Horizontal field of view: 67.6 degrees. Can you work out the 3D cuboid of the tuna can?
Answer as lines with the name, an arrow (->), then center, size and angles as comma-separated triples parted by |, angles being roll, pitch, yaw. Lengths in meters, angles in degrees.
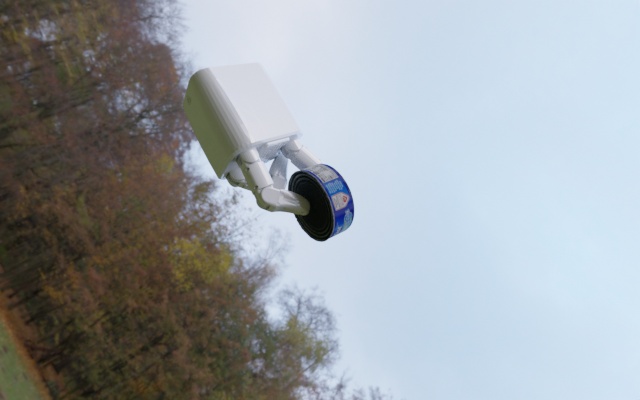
tuna can -> 0.001, 0.002, 0.550 | 0.033, 0.086, 0.086 | -23, 12, -31
